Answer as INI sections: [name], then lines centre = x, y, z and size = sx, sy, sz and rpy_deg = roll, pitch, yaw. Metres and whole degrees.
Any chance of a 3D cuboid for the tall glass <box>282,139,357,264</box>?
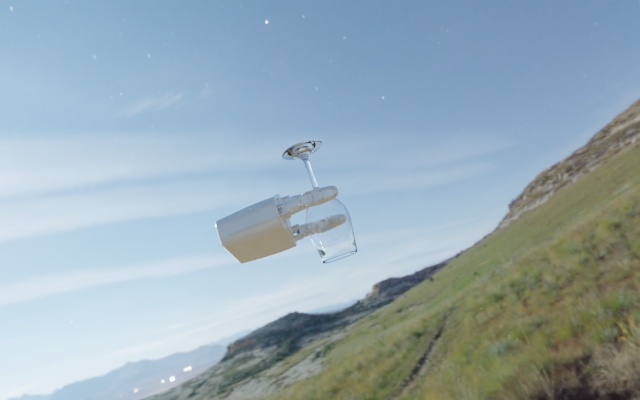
[tall glass]
centre = 0.000, 0.002, 0.811
size = 0.079, 0.201, 0.079
rpy_deg = -19, -13, -4
